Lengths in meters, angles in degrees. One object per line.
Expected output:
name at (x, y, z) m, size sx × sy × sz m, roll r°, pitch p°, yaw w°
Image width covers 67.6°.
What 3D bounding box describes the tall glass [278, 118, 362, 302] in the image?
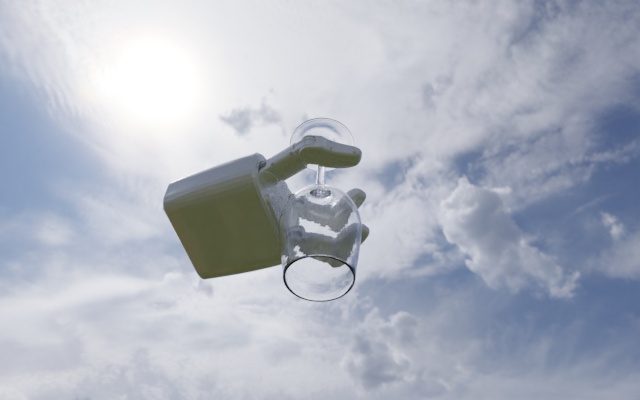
tall glass at (0.000, 0.001, 0.477) m, size 0.079 × 0.079 × 0.200 m, roll 0°, pitch 41°, yaw 1°
